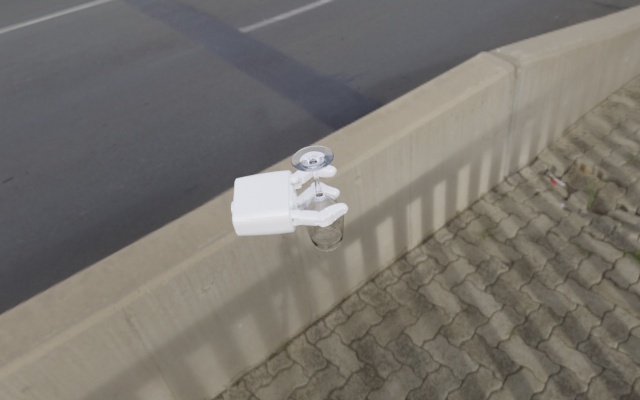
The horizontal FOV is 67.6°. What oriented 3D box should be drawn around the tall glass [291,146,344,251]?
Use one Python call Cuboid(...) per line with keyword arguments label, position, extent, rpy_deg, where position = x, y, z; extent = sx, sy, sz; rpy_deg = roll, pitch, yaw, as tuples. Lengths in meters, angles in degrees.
Cuboid(label="tall glass", position=(0.000, 0.002, 0.880), extent=(0.079, 0.201, 0.079), rpy_deg=(-7, 40, 5))
